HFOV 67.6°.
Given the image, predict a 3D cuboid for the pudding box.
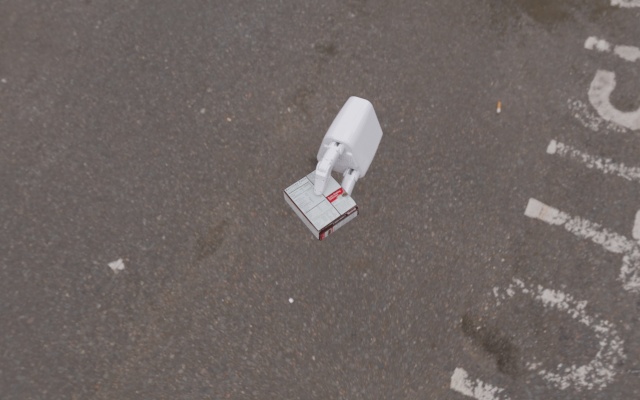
[{"bbox_3d":[0.000,0.003,0.853,0.090,0.113,0.039,-34,-28,-14],"label":"pudding box"}]
